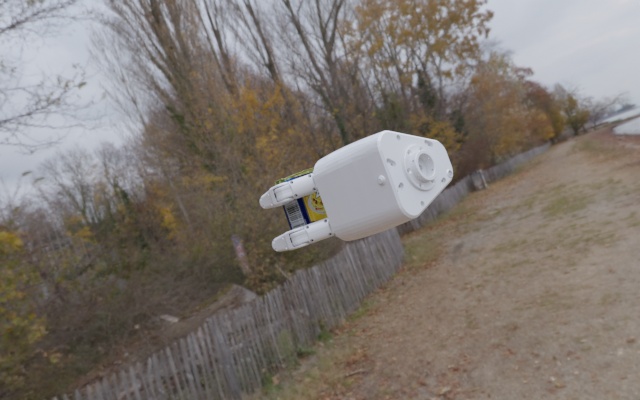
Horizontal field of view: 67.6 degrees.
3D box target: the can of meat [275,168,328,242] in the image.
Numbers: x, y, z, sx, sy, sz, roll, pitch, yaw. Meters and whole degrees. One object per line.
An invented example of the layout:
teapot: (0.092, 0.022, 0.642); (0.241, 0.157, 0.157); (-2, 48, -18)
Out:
can of meat: (0.000, 0.002, 0.608); (0.102, 0.084, 0.057); (-18, -3, -37)
